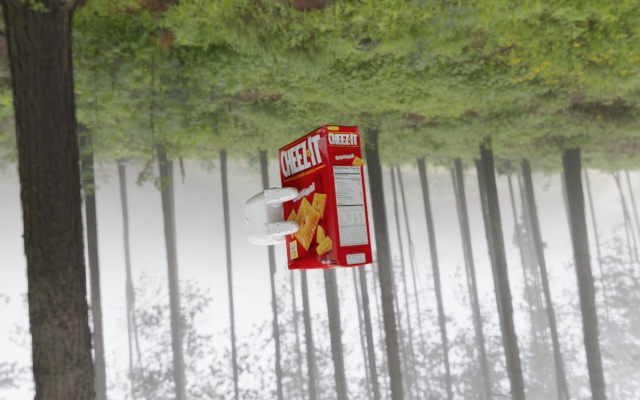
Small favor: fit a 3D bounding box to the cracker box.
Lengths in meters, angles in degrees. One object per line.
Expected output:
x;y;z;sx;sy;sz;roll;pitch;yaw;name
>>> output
0.000;0.003;0.771;0.072;0.213;0.164;-2;-7;-32;cracker box
